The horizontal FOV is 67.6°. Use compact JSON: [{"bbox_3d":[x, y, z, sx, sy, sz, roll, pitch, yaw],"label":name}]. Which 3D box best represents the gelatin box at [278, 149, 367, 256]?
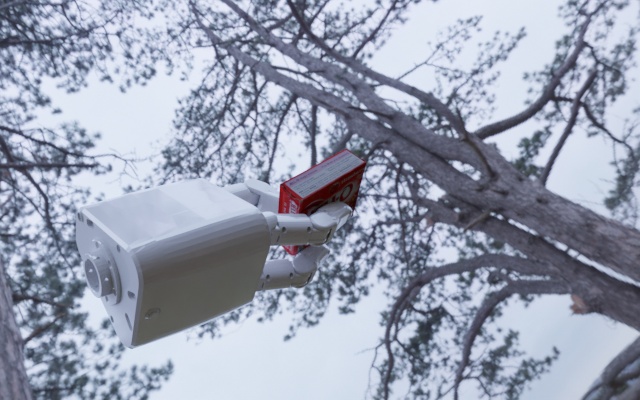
[{"bbox_3d":[0.000,0.001,0.451,0.030,0.073,0.089,37,49,26],"label":"gelatin box"}]
